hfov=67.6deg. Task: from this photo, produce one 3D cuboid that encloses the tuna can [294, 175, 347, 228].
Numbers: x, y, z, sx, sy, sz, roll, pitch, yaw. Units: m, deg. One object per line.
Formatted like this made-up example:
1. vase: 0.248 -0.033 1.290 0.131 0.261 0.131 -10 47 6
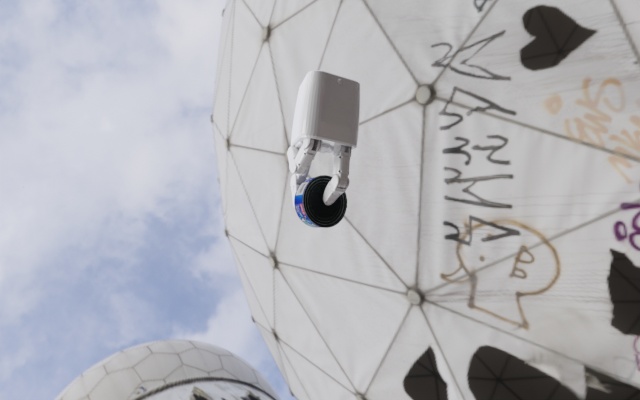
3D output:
1. tuna can: 0.000 0.003 0.787 0.086 0.086 0.034 0 -4 -33
